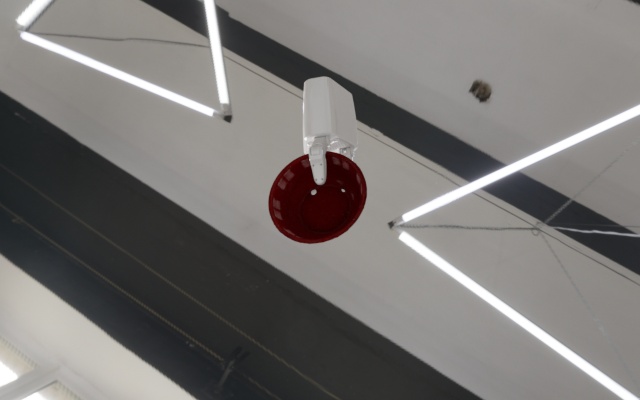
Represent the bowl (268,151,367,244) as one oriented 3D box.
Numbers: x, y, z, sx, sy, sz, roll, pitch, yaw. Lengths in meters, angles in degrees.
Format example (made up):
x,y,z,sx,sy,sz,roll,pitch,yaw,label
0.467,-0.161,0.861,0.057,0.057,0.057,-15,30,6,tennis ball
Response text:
x,y,z,sx,sy,sz,roll,pitch,yaw,label
0.000,0.004,0.773,0.162,0.162,0.055,0,-25,17,bowl
